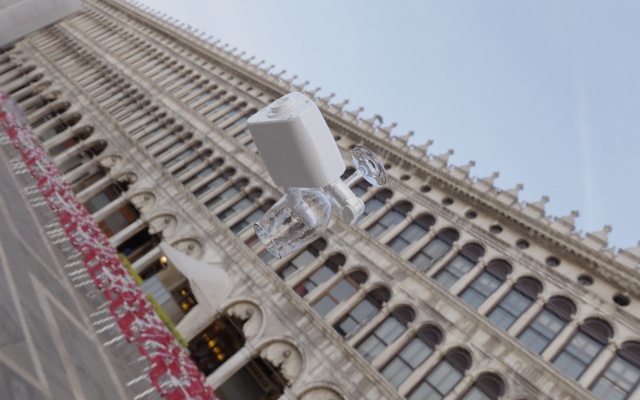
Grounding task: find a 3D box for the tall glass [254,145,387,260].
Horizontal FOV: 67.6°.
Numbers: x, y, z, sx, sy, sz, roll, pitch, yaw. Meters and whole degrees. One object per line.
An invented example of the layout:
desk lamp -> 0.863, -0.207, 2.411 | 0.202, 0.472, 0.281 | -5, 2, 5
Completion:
tall glass -> 0.001, 0.002, 0.699 | 0.201, 0.079, 0.079 | -37, 14, -20
